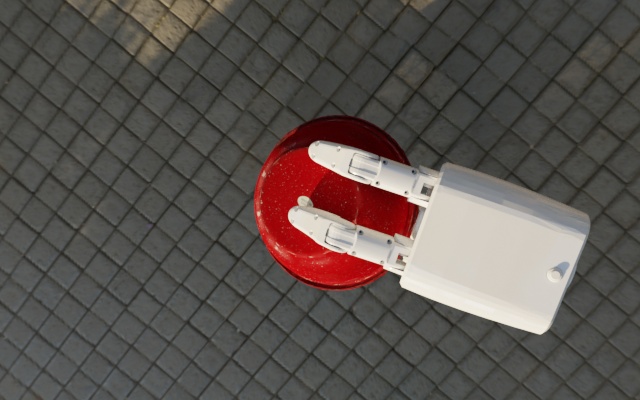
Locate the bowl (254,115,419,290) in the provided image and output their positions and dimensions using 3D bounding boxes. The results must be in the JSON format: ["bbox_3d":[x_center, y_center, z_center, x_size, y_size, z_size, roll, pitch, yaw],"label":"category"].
[{"bbox_3d":[-0.001,0.001,0.417,0.162,0.162,0.055,0,-1,24],"label":"bowl"}]
